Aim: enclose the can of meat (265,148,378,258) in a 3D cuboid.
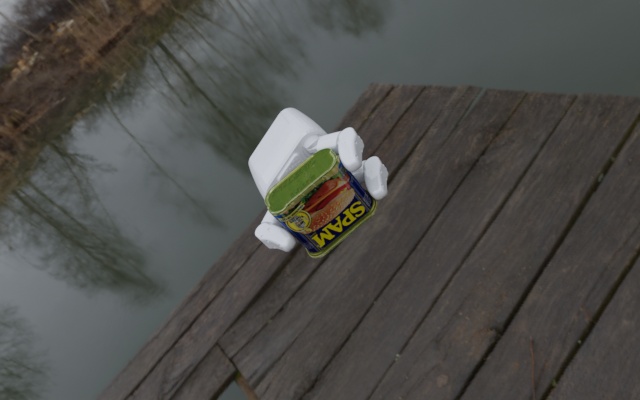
[{"bbox_3d":[0.000,0.002,0.543,0.084,0.102,0.057,48,4,-34],"label":"can of meat"}]
